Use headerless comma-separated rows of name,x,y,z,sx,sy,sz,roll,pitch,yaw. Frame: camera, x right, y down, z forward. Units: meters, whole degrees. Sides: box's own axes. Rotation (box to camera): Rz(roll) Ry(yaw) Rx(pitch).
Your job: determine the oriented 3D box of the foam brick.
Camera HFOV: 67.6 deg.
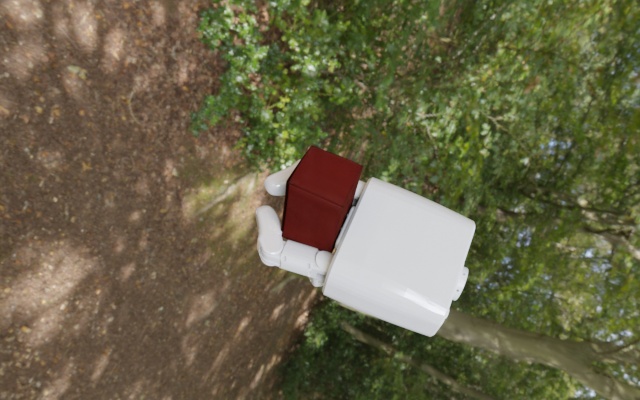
foam brick,0.000,0.001,0.424,0.051,0.053,0.078,22,-39,9
